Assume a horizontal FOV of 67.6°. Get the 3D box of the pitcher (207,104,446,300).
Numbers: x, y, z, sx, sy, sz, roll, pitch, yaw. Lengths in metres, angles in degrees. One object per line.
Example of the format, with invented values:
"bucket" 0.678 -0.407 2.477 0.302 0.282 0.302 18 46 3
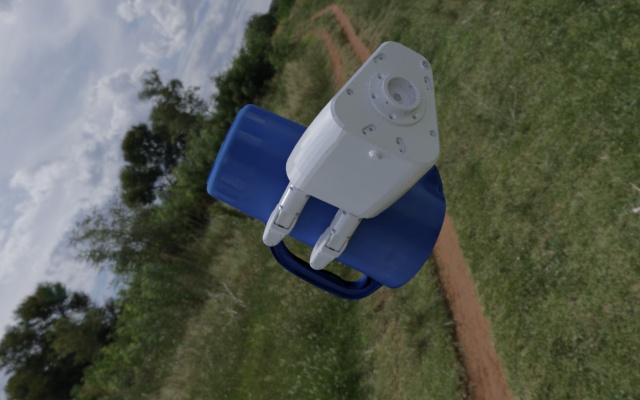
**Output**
"pitcher" 0.000 0.002 0.534 0.243 0.149 0.145 25 -27 -10
